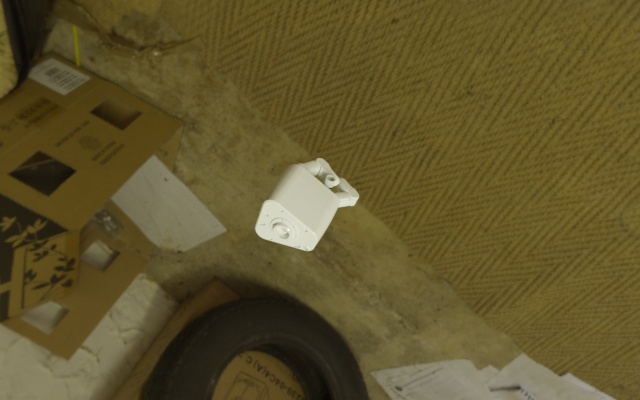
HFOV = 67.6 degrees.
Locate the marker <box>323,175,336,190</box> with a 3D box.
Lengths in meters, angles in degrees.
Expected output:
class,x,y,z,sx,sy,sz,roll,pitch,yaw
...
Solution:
class,x,y,z,sx,sy,sz,roll,pitch,yaw
marker,0.000,0.003,0.864,0.020,0.020,0.121,0,-43,-24
